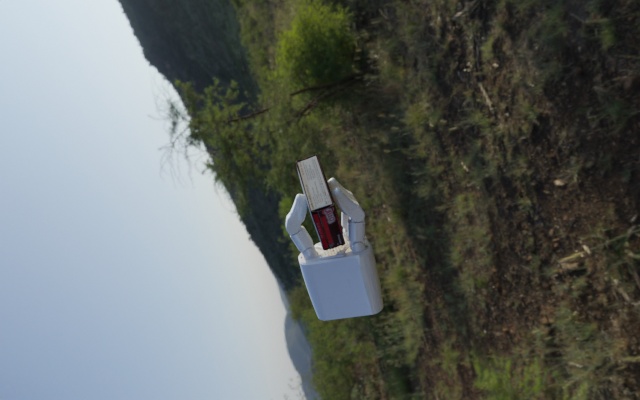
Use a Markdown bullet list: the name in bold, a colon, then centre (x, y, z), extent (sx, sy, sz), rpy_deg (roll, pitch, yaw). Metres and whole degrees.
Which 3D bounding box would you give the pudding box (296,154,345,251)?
- **pudding box**: centre (0.000, 0.002, 0.697), extent (0.039, 0.113, 0.090), rpy_deg (-18, -44, -2)
